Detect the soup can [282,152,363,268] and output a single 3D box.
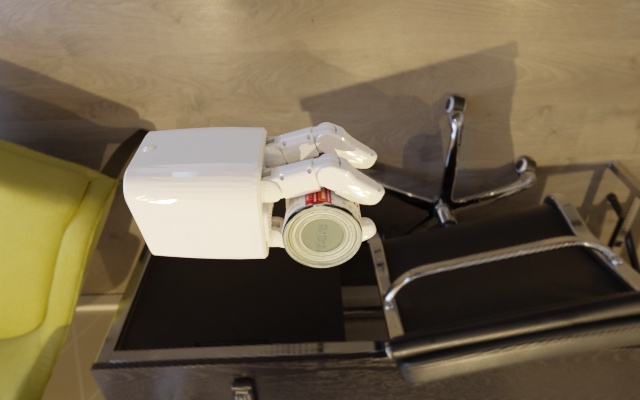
[{"bbox_3d":[0.001,0.002,0.427,0.068,0.069,0.102,0,36,-2],"label":"soup can"}]
